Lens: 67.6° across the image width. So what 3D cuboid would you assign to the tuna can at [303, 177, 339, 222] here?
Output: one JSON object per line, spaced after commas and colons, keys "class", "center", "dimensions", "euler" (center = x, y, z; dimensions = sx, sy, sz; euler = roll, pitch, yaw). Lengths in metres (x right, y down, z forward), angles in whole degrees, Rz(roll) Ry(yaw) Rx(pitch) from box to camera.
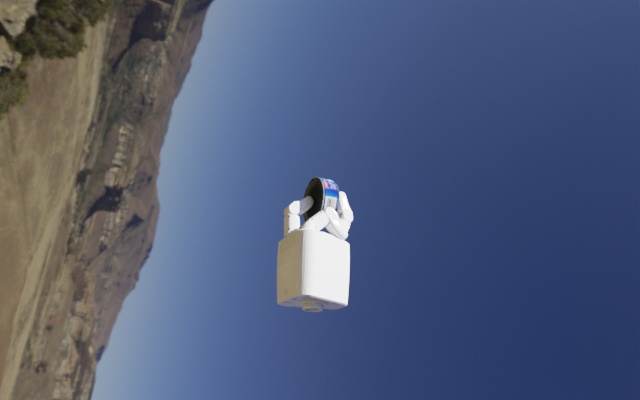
{"class": "tuna can", "center": [0.001, 0.003, 0.856], "dimensions": [0.034, 0.086, 0.086], "euler": [10, -4, -25]}
